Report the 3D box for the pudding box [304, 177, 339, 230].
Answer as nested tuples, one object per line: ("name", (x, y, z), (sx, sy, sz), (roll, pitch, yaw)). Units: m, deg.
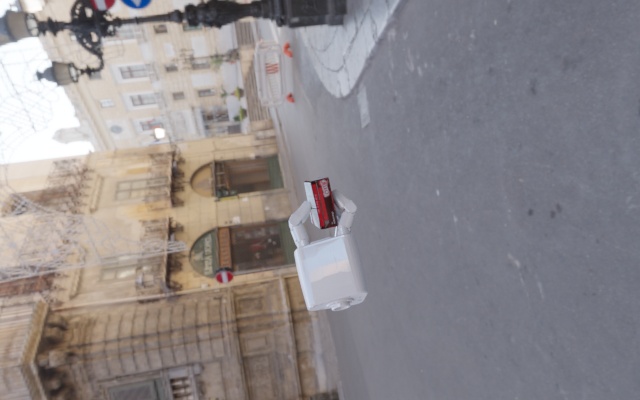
("pudding box", (0.000, 0.003, 0.892), (0.039, 0.090, 0.113), (-12, 5, -9))
